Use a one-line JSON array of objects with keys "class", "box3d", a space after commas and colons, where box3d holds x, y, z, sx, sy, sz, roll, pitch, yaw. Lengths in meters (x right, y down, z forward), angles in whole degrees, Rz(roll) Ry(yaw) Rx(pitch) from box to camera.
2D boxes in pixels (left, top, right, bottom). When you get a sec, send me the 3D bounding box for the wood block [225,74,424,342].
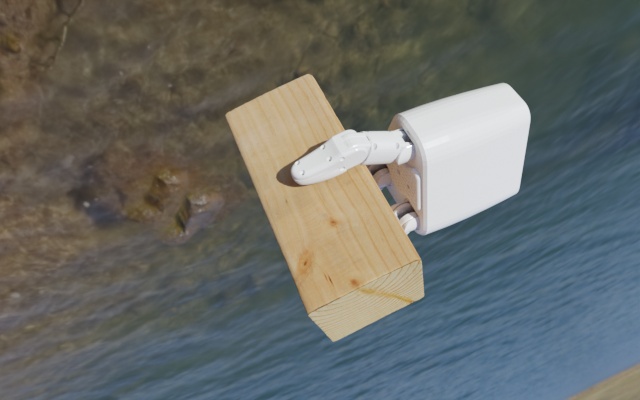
[{"class": "wood block", "box3d": [0.000, 0.001, 0.419, 0.090, 0.206, 0.091, -26, -31, -1]}]
